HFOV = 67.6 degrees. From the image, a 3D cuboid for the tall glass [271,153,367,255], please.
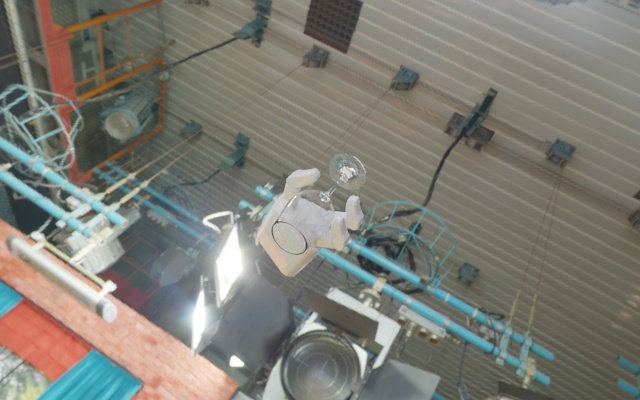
[{"bbox_3d":[0.000,0.002,0.773,0.079,0.079,0.201,0,33,34],"label":"tall glass"}]
